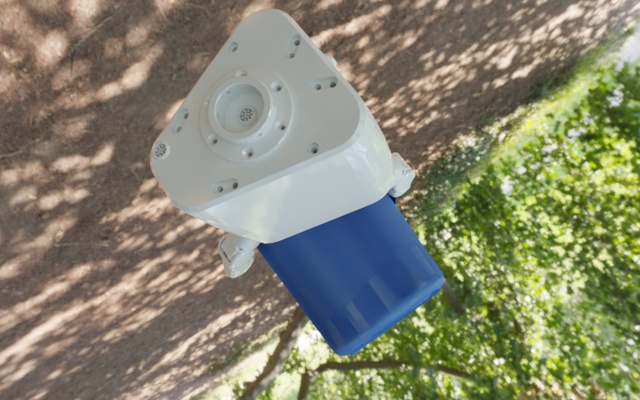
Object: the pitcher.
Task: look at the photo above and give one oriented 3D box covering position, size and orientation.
[{"bbox_3d":[0.000,0.001,0.424,0.149,0.242,0.145,-37,-18,2],"label":"pitcher"}]
